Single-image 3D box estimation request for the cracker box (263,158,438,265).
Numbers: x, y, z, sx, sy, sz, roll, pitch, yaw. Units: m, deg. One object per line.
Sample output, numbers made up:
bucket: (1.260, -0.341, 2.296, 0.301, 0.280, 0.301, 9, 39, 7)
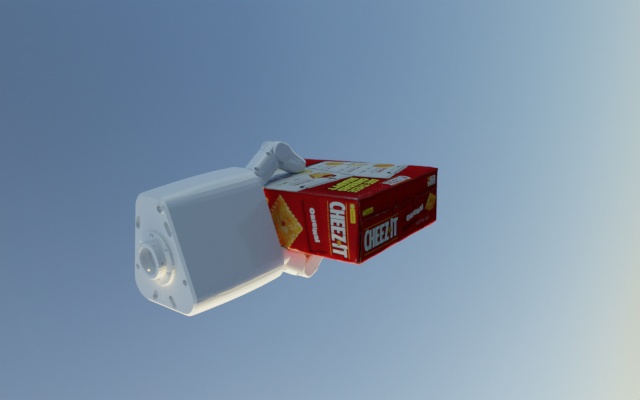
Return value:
cracker box: (0.000, 0.002, 0.540, 0.213, 0.072, 0.164, 8, 18, 38)
